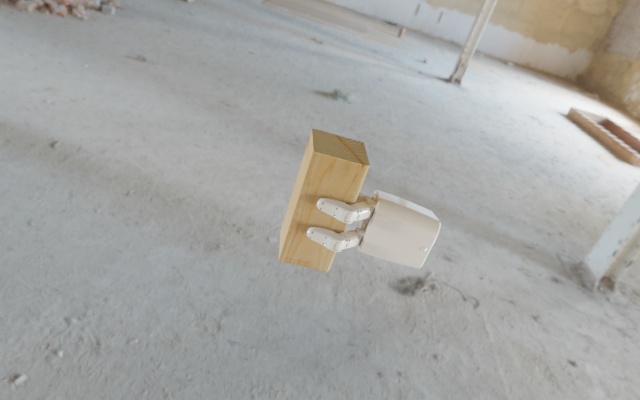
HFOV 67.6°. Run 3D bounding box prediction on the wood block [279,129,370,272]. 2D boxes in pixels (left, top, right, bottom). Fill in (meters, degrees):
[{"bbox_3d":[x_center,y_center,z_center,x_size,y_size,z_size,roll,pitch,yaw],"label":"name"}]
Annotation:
[{"bbox_3d":[0.001,0.002,0.778,0.090,0.206,0.090,14,29,-10],"label":"wood block"}]
